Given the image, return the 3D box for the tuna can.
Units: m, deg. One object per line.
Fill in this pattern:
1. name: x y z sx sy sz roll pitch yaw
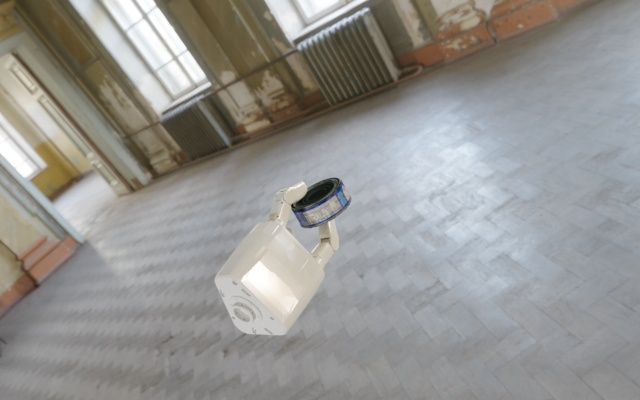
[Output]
1. tuna can: 0.000 0.002 0.696 0.086 0.034 0.086 -26 19 10
